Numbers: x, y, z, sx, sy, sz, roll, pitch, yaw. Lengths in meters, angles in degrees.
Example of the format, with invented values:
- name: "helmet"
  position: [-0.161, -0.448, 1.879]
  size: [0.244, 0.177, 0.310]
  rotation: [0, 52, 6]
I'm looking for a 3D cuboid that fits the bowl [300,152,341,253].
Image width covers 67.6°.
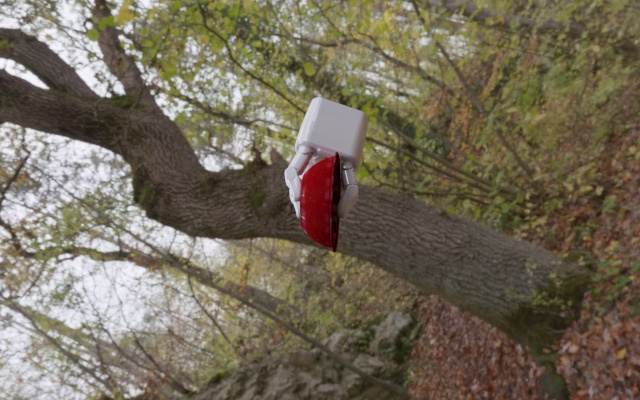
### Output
- name: "bowl"
  position: [0.000, 0.003, 0.768]
  size: [0.055, 0.162, 0.162]
  rotation: [1, 0, 6]
